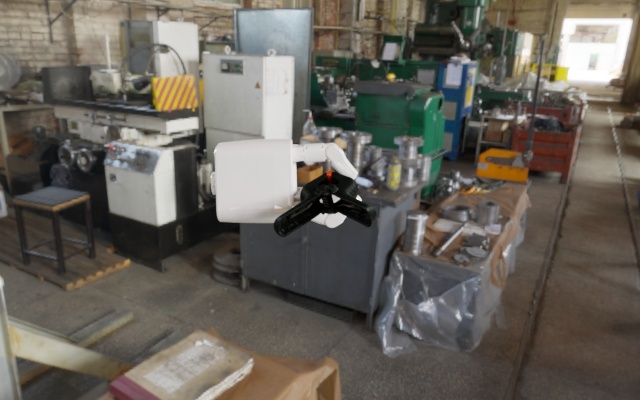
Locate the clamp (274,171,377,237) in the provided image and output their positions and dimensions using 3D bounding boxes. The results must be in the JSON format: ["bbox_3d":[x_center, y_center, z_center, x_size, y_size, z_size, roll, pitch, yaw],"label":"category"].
[{"bbox_3d":[0.000,0.001,0.617,0.120,0.039,0.171,-5,18,-3],"label":"clamp"}]
